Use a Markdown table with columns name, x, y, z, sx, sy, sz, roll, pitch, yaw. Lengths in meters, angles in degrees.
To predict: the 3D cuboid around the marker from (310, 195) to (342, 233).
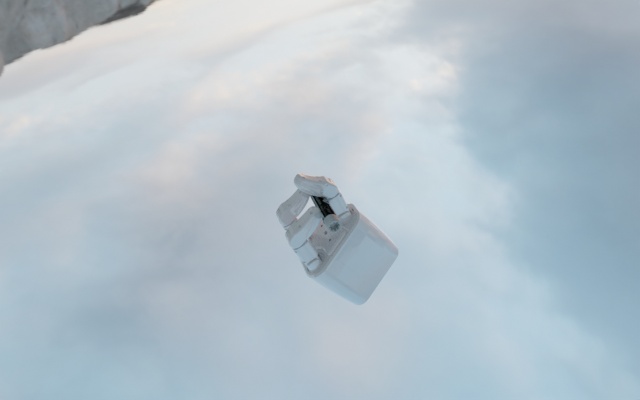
| name | x | y | z | sx | sy | sz | roll | pitch | yaw |
| --- | --- | --- | --- | --- | --- | --- | --- | --- | --- |
| marker | 0.000 | 0.002 | 0.630 | 0.020 | 0.020 | 0.121 | 0 | 30 | -19 |
